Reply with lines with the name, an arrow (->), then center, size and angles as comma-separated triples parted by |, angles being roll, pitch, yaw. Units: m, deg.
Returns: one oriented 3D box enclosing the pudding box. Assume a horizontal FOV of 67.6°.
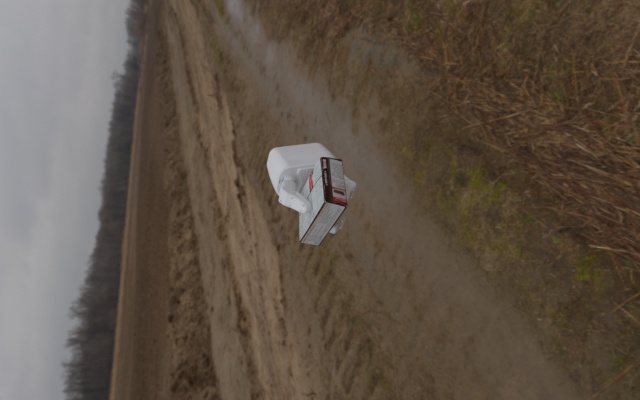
pudding box -> 0.000, 0.002, 0.726 | 0.039, 0.090, 0.114 | 8, -39, -18
